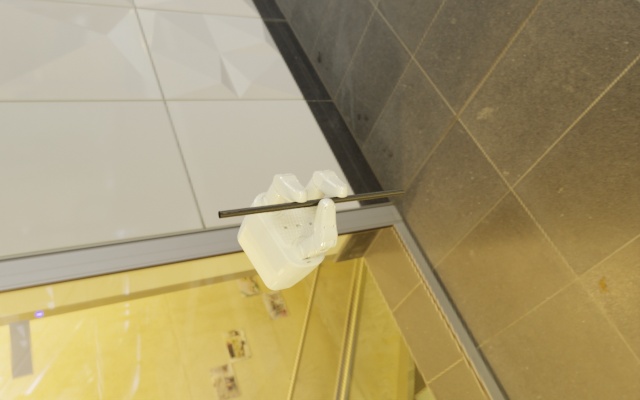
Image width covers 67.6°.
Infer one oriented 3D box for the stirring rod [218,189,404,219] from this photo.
[{"bbox_3d":[0.000,0.002,0.550,0.239,0.011,0.011,-7,3,-29],"label":"stirring rod"}]
